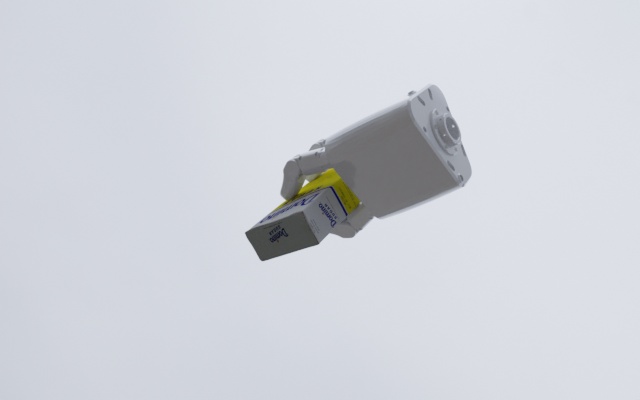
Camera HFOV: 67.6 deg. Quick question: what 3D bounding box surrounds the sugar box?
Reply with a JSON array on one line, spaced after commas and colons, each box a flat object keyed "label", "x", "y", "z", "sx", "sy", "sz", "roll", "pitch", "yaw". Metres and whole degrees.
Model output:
[{"label": "sugar box", "x": 0.000, "y": 0.001, "z": 0.564, "sx": 0.093, "sy": 0.048, "sz": 0.176, "roll": -21, "pitch": 11, "yaw": 39}]
